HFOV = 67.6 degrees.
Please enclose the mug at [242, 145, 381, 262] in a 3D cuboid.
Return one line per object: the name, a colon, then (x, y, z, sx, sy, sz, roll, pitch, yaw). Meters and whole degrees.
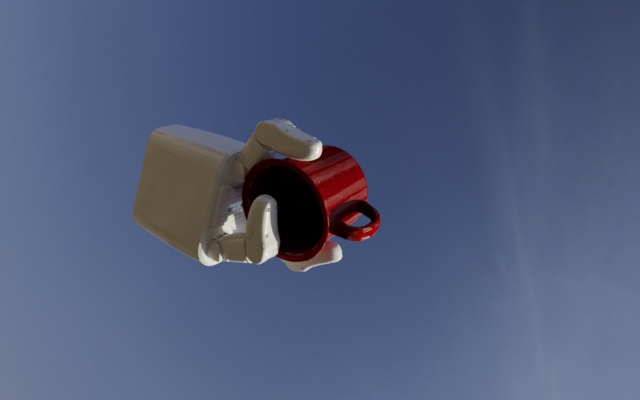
mug: (0.001, 0.002, 0.427, 0.117, 0.093, 0.081, 23, 31, 27)
